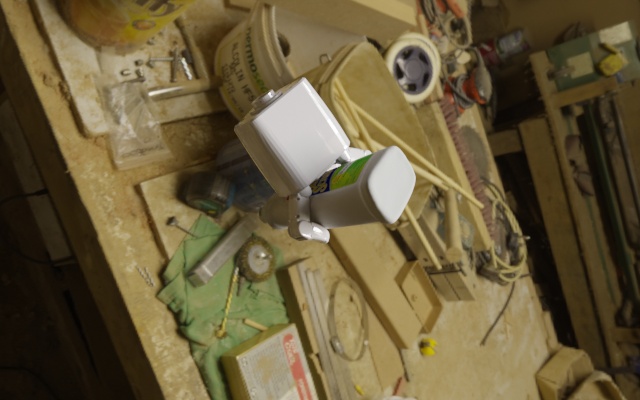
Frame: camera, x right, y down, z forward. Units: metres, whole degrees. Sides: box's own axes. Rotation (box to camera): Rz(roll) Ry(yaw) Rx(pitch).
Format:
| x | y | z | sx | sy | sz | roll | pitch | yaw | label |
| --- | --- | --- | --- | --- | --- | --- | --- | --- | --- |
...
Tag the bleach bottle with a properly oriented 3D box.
| x | y | z | sx | sy | sz | roll | pitch | yaw | label |
| --- | --- | --- | --- | --- | --- | --- | --- | --- | --- |
| 0.000 | 0.002 | 0.645 | 0.251 | 0.068 | 0.102 | -16 | 28 | 43 | bleach bottle |
